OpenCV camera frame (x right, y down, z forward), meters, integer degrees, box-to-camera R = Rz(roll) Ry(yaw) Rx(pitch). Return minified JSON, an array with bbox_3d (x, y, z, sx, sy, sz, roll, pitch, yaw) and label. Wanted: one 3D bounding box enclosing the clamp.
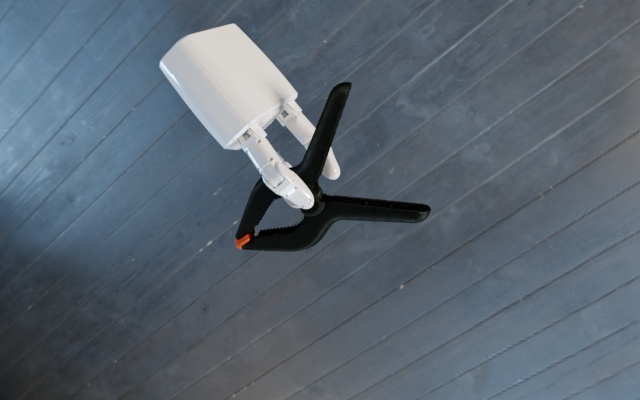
[{"bbox_3d":[-0.001,0.002,0.513,0.210,0.164,0.036,-38,6,18],"label":"clamp"}]
